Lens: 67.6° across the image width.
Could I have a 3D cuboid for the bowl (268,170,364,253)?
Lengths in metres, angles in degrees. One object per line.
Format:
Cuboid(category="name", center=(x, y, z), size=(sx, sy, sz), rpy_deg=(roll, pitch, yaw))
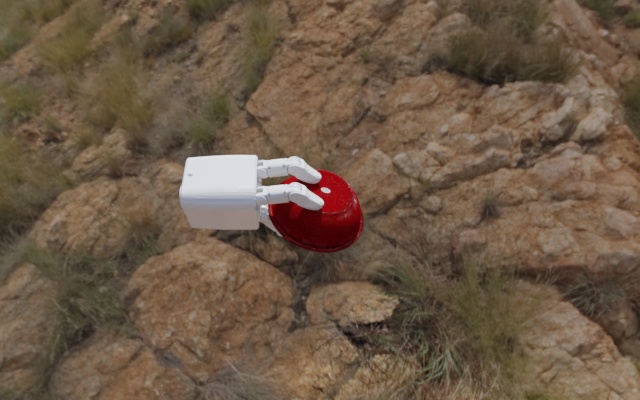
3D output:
Cuboid(category="bowl", center=(0.001, 0.002, 0.760), size=(0.162, 0.162, 0.055), rpy_deg=(0, -41, -20))
